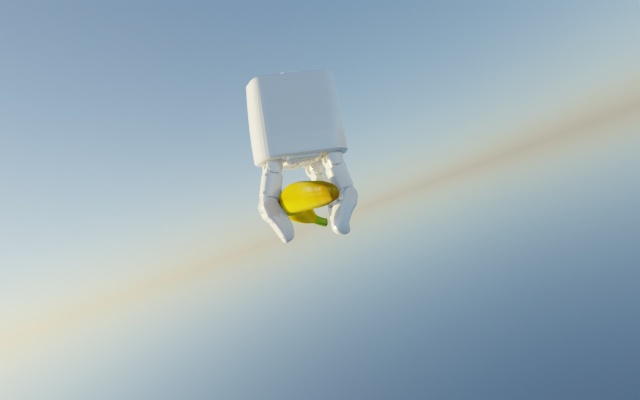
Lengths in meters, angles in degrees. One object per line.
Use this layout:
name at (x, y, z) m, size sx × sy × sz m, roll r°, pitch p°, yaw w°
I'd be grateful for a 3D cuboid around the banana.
banana at (-0.019, 0.002, 0.589) m, size 0.069 × 0.037 × 0.198 m, roll 3°, pitch -10°, yaw -2°
